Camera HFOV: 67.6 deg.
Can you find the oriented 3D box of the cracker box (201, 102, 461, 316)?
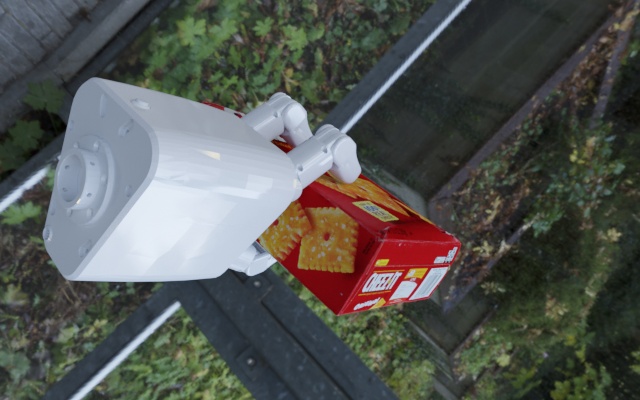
[{"bbox_3d":[0.000,0.002,0.422,0.213,0.072,0.164,39,16,31],"label":"cracker box"}]
